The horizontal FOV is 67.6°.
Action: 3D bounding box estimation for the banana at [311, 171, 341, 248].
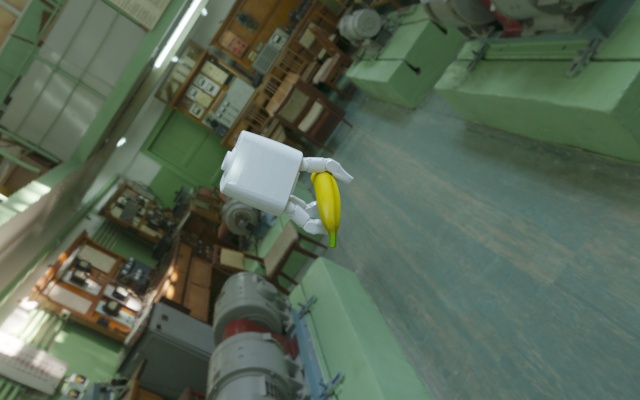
[{"bbox_3d":[0.006,-0.010,0.803,0.037,0.070,0.197,9,34,-14],"label":"banana"}]
